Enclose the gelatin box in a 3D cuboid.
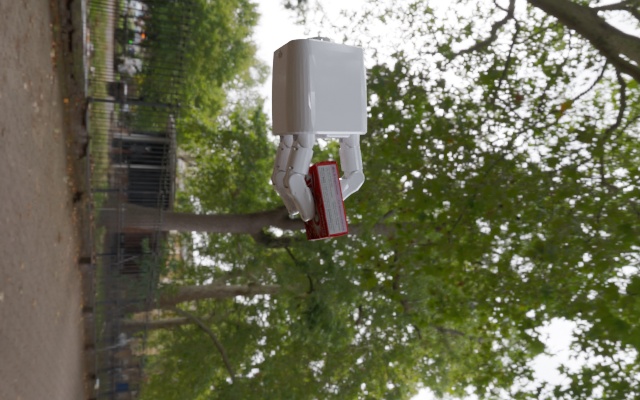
[{"bbox_3d":[0.001,0.002,0.581,0.030,0.089,0.073,-9,-4,-22],"label":"gelatin box"}]
